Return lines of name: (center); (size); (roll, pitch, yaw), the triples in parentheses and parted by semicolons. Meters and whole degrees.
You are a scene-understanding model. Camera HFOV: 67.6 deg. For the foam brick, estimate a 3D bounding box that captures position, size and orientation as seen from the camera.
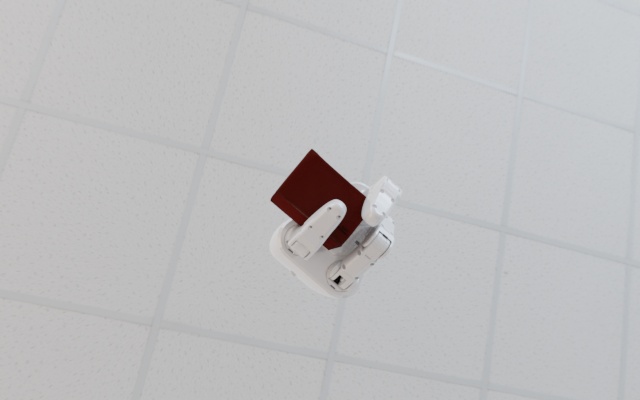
foam brick: (0.000, 0.001, 0.442); (0.078, 0.053, 0.051); (42, -15, -4)
